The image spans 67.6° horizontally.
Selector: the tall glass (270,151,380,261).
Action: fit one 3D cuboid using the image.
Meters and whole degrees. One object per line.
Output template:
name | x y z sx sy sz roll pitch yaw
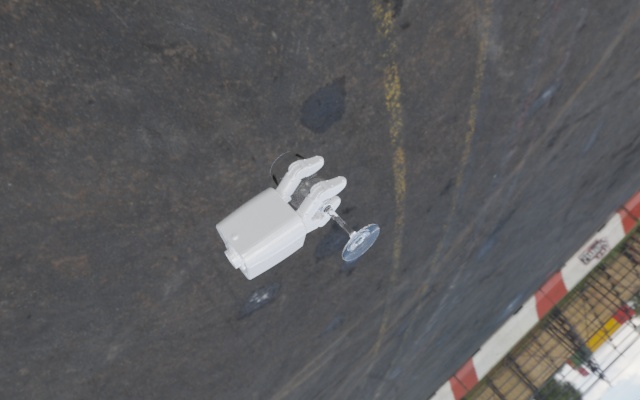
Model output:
tall glass | 0.001 0.003 0.768 0.079 0.079 0.201 0 39 -52
